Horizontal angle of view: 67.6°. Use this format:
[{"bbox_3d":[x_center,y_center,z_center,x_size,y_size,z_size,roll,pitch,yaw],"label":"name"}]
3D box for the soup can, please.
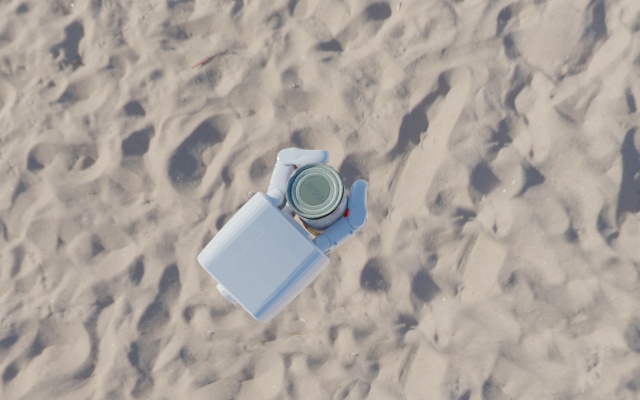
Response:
[{"bbox_3d":[0.000,0.002,0.573,0.068,0.068,0.102,0,-16,9],"label":"soup can"}]
